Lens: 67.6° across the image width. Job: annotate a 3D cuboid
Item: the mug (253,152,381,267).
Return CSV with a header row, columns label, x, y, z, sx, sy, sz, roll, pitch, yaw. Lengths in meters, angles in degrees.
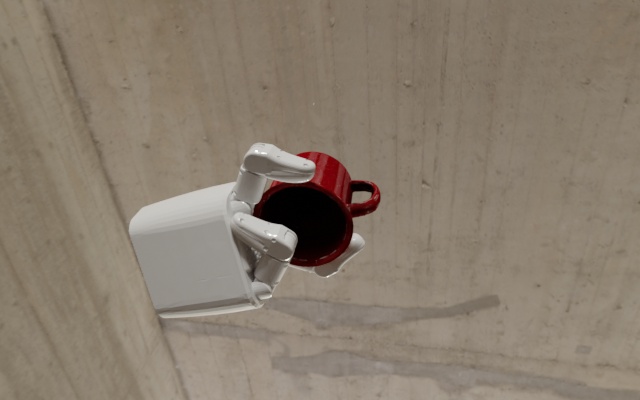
label,x,y,z,sx,sy,sz,roll,pitch,yaw
mug,0.001,0.001,0.463,0.117,0.093,0.081,-11,28,15
